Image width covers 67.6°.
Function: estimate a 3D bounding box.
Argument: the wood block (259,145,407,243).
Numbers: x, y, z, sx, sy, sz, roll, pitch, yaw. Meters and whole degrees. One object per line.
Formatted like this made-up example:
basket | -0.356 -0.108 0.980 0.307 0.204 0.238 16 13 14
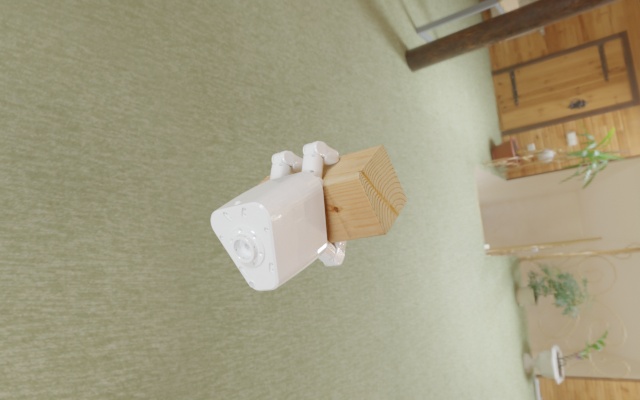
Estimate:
wood block | 0.000 0.003 0.668 0.206 0.091 0.090 -12 25 36
